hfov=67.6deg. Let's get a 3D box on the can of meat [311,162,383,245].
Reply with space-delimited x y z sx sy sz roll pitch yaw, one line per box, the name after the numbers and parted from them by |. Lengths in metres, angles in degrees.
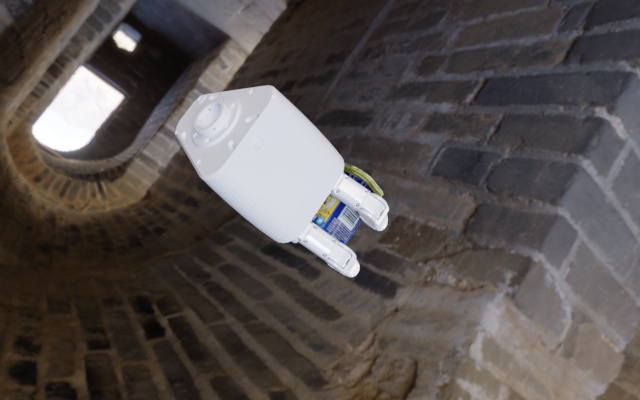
0.000 0.002 0.504 0.102 0.084 0.057 26 -13 41 | can of meat
